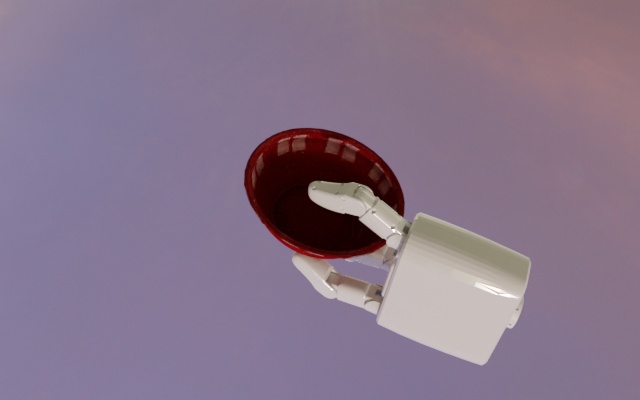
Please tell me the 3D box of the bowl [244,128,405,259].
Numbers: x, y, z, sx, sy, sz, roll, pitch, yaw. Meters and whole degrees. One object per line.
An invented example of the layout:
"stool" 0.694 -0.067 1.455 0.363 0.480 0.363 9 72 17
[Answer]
"bowl" -0.001 0.001 0.483 0.162 0.162 0.055 0 -37 -19
